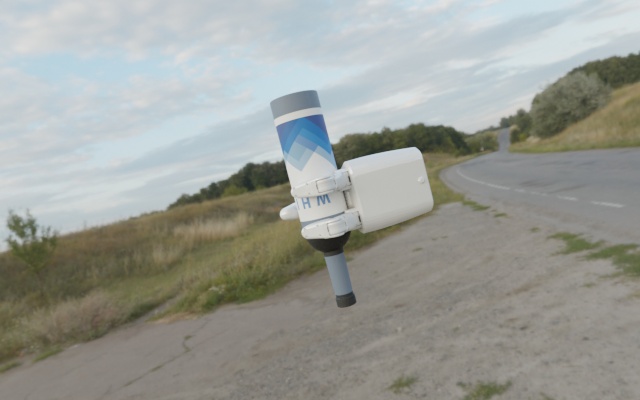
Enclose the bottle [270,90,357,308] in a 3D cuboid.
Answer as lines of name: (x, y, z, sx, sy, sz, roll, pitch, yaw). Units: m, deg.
bottle: (0.000, 0.002, 0.655, 0.069, 0.296, 0.069, -15, 3, 1)
